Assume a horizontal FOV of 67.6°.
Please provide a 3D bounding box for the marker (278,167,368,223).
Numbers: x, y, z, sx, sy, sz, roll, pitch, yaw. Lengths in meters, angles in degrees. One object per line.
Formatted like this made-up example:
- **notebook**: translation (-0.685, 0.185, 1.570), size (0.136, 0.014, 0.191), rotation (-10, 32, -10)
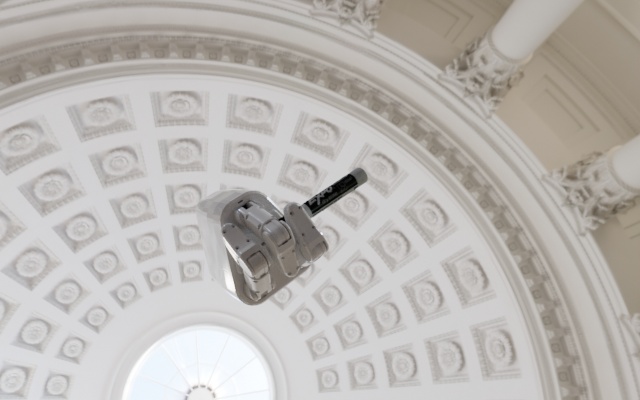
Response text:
- **marker**: translation (0.000, 0.002, 0.493), size (0.121, 0.020, 0.020), rotation (-34, 16, -26)
